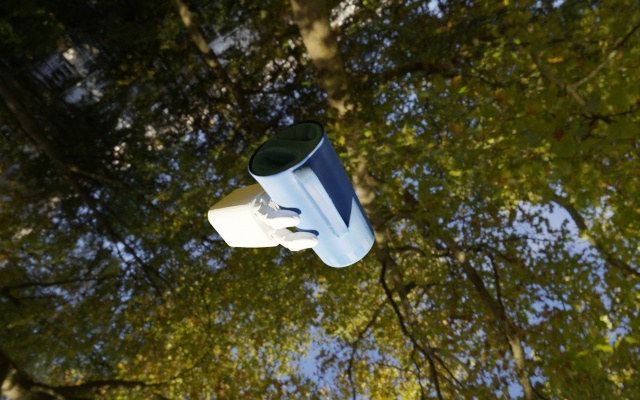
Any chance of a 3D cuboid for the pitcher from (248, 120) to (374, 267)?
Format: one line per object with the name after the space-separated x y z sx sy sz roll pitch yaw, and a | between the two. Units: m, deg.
0.000 0.003 0.786 0.145 0.149 0.243 -7 -48 33 | pitcher
